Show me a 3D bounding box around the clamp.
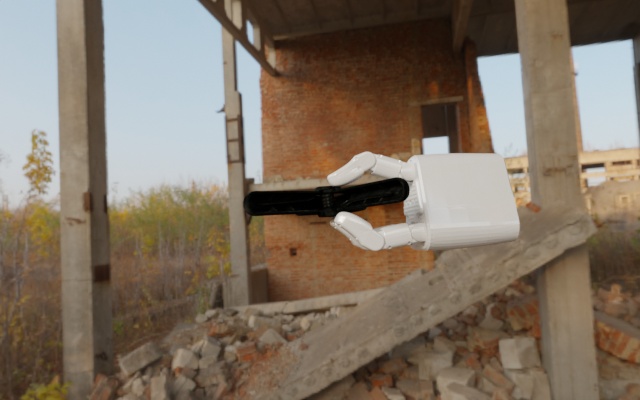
[{"bbox_3d":[0.000,0.001,0.557,0.164,0.036,0.210,-4,-4,-4],"label":"clamp"}]
